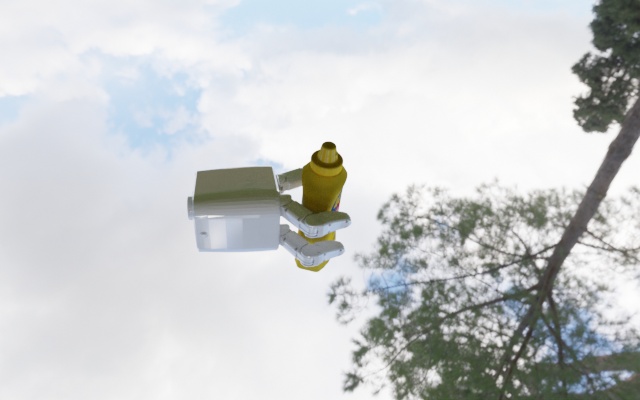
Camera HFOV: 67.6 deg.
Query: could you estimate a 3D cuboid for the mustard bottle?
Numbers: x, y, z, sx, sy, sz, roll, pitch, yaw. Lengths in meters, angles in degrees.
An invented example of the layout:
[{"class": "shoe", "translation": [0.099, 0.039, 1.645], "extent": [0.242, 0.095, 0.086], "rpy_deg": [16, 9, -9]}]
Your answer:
[{"class": "mustard bottle", "translation": [0.000, 0.002, 0.640], "extent": [0.058, 0.192, 0.096], "rpy_deg": [14, 44, 7]}]
